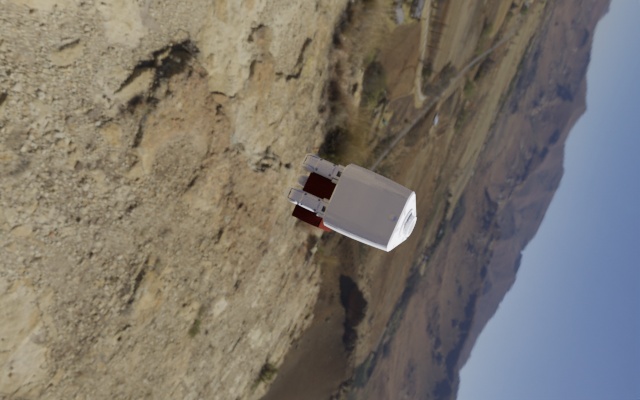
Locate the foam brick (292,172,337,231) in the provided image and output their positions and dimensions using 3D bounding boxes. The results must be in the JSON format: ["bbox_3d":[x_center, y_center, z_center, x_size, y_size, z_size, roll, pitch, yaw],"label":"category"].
[{"bbox_3d":[0.000,0.003,0.744,0.051,0.078,0.053,24,0,23],"label":"foam brick"}]
